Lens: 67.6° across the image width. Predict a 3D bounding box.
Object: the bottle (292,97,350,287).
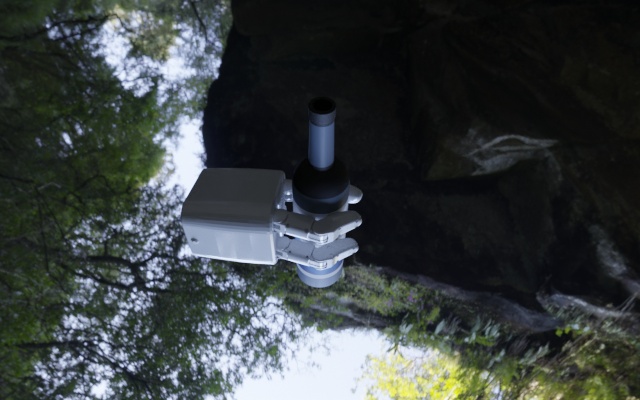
[{"bbox_3d":[0.000,0.002,0.575,0.069,0.069,0.296,0,-40,-1],"label":"bottle"}]
